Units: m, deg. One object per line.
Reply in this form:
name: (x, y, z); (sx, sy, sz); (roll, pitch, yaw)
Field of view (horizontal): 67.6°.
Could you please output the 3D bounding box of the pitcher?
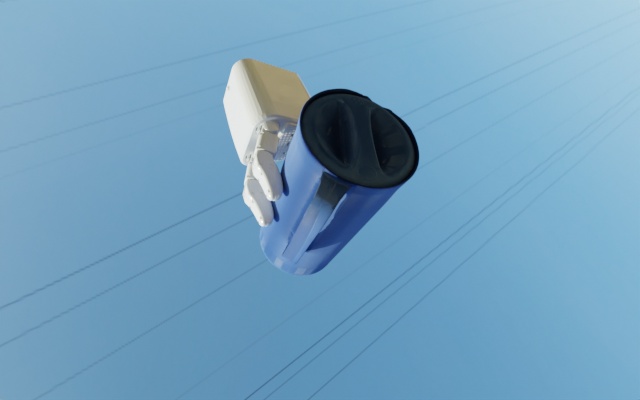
pitcher: (0.000, 0.002, 0.571); (0.149, 0.145, 0.243); (-10, -29, -28)
